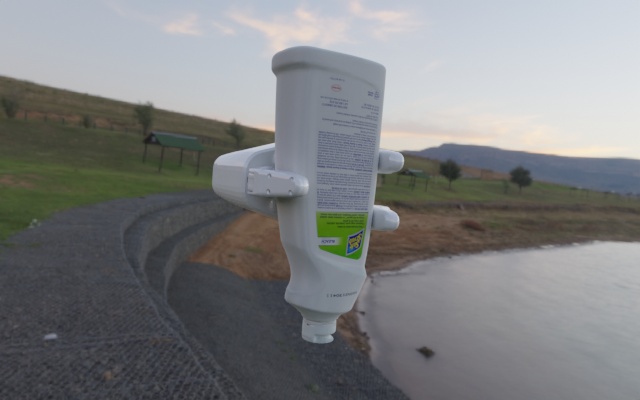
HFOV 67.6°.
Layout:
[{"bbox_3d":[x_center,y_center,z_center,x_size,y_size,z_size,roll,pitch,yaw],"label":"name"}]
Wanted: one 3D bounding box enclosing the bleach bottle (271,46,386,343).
[{"bbox_3d":[0.000,0.001,0.426,0.102,0.251,0.068,3,4,-31],"label":"bleach bottle"}]
